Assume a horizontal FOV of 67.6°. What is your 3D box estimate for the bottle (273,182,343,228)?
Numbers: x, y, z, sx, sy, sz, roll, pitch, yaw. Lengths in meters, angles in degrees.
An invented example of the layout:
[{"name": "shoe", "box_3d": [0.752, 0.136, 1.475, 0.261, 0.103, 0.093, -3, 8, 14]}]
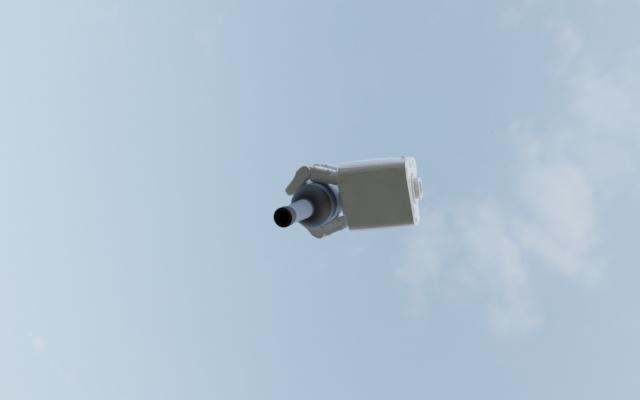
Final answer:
[{"name": "bottle", "box_3d": [0.000, 0.002, 0.756, 0.069, 0.069, 0.295, 0, 8, 20]}]
